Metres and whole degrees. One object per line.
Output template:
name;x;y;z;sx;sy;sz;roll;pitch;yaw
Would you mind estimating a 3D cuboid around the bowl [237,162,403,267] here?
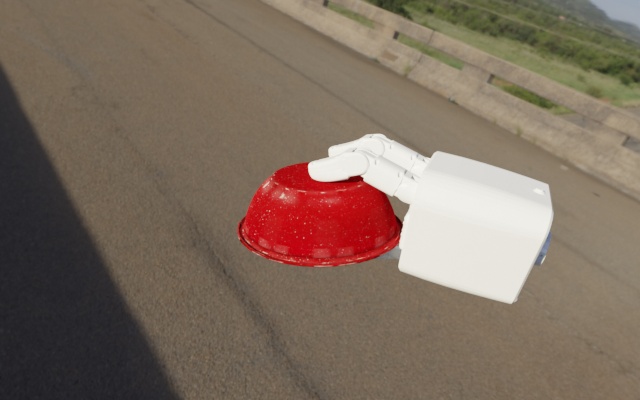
bowl;-0.001;0.001;0.458;0.162;0.055;0.162;-1;21;0
